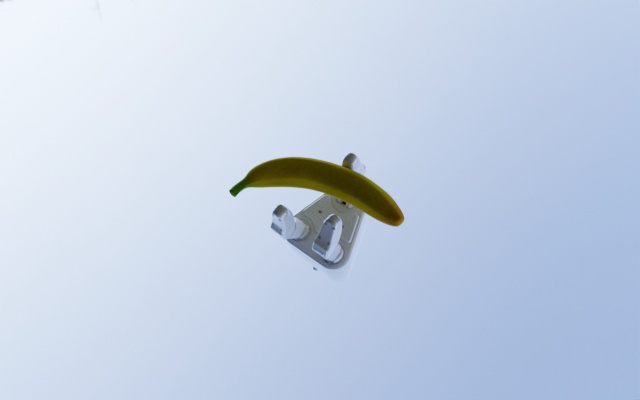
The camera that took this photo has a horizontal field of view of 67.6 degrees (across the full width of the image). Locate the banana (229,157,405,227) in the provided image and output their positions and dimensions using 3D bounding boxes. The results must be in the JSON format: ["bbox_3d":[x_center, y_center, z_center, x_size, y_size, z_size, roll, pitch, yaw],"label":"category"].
[{"bbox_3d":[0.001,-0.015,0.548,0.198,0.069,0.037,9,-24,8],"label":"banana"}]
